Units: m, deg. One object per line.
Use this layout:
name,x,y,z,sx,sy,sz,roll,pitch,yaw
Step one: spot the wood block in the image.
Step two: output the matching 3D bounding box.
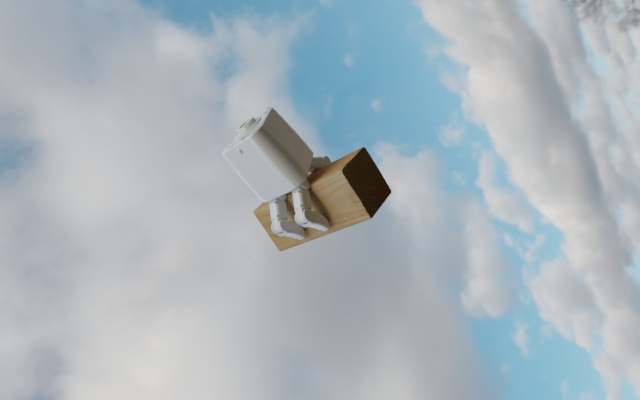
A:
wood block,0.000,0.002,0.794,0.206,0.090,0.090,-23,16,40
